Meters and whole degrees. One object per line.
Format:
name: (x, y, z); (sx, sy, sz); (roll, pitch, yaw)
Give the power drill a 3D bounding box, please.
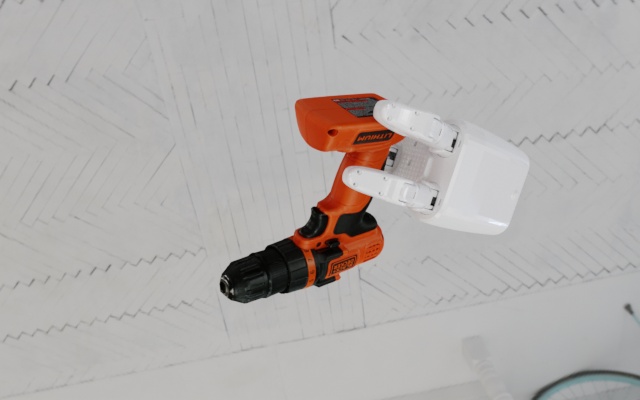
power drill: (0.000, 0.001, 0.431); (0.184, 0.188, 0.057); (-16, 44, -37)
